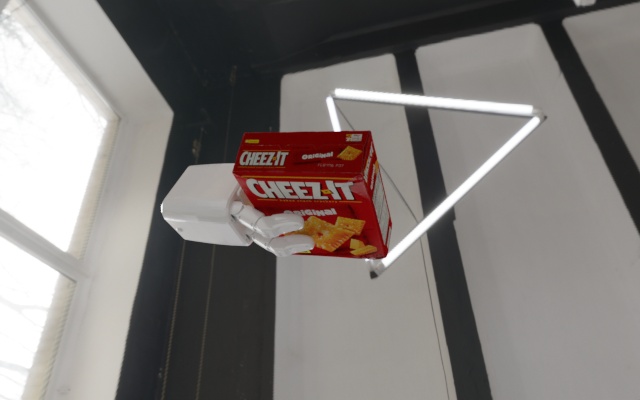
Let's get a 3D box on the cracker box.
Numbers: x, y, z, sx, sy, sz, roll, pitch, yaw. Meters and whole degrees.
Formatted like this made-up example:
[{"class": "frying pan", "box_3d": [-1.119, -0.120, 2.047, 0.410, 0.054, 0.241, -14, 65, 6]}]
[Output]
[{"class": "cracker box", "box_3d": [0.000, 0.002, 0.639, 0.164, 0.072, 0.214, 1, -32, 17]}]
